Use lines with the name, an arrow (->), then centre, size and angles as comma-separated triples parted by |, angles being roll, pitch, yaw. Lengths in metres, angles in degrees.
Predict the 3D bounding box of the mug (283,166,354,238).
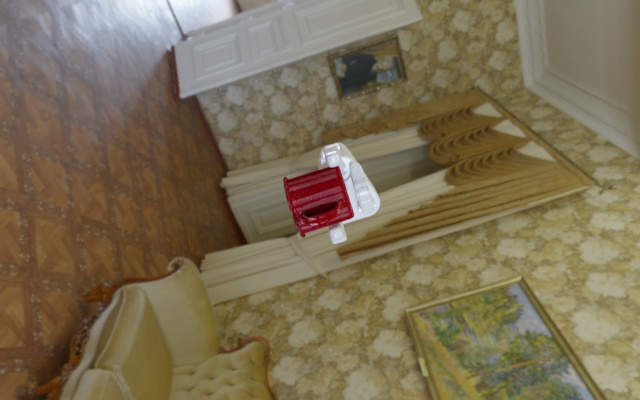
mug -> 0.000, 0.003, 0.676 | 0.081, 0.093, 0.117 | -17, 20, 4
